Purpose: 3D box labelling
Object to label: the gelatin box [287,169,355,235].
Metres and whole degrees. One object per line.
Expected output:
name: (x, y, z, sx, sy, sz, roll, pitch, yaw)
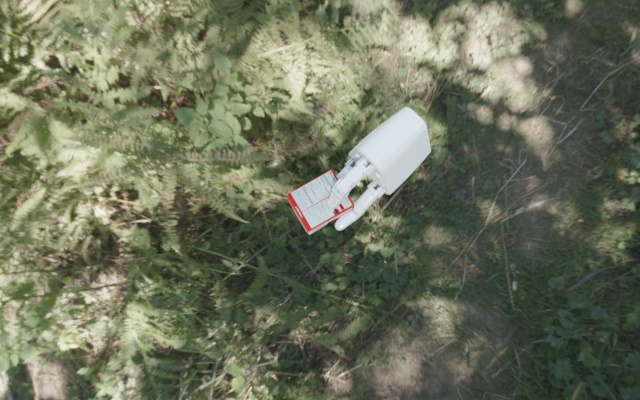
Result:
gelatin box: (0.000, 0.003, 0.783, 0.089, 0.073, 0.030, -30, -13, -7)
